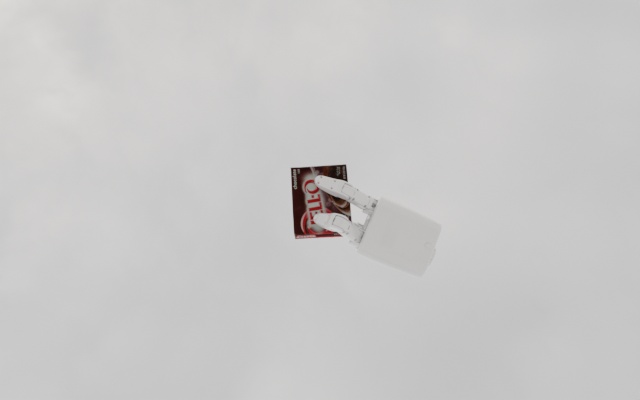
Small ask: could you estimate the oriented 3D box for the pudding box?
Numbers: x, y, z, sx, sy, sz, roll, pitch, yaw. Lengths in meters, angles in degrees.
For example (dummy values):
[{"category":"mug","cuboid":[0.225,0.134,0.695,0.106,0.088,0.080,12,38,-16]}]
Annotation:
[{"category":"pudding box","cuboid":[0.000,0.003,0.754,0.090,0.113,0.039,-4,-17,-3]}]
